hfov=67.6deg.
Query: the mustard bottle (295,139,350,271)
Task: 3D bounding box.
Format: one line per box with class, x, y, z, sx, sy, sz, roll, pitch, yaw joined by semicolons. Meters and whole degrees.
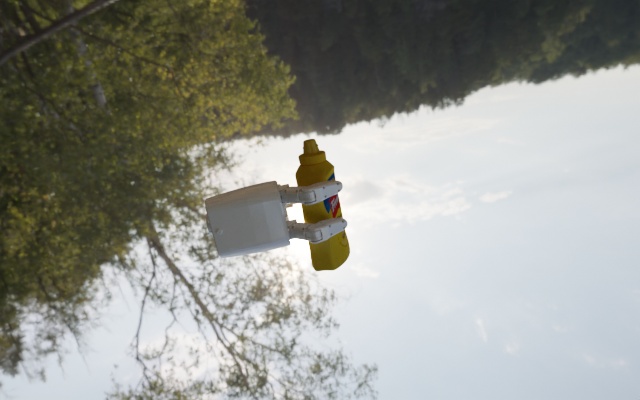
mustard bottle;0.000;0.003;0.719;0.058;0.192;0.096;-5;17;19
